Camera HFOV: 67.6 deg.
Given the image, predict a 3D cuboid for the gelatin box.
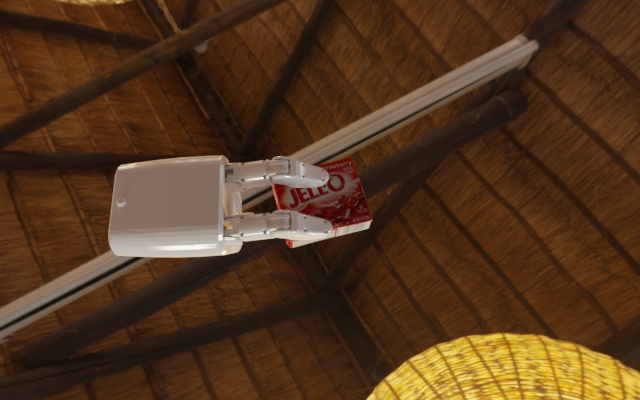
[{"bbox_3d":[0.000,0.002,0.492,0.089,0.073,0.030,-14,-20,-9],"label":"gelatin box"}]
